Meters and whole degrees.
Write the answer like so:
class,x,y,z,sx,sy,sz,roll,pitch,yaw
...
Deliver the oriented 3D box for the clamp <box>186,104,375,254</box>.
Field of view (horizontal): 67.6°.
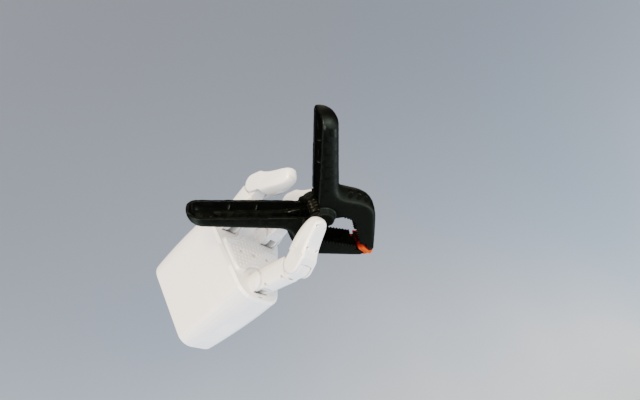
class,x,y,z,sx,sy,sz,roll,pitch,yaw
clamp,0.000,0.002,0.472,0.164,0.036,0.210,-38,-43,23
